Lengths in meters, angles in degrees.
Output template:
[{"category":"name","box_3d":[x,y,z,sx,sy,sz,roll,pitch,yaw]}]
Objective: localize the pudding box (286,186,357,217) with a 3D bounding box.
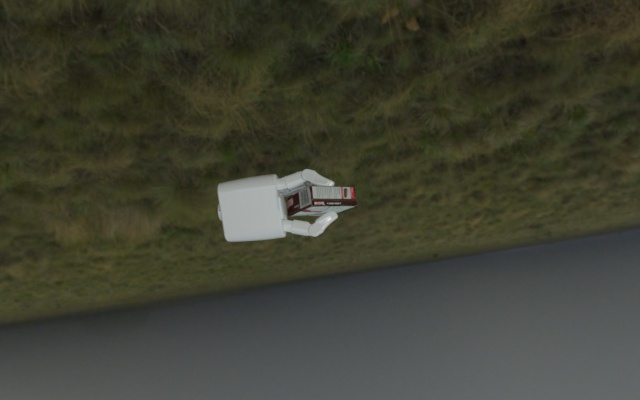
[{"category":"pudding box","box_3d":[0.000,0.003,0.853,0.090,0.039,0.113,-1,-9,-25]}]
